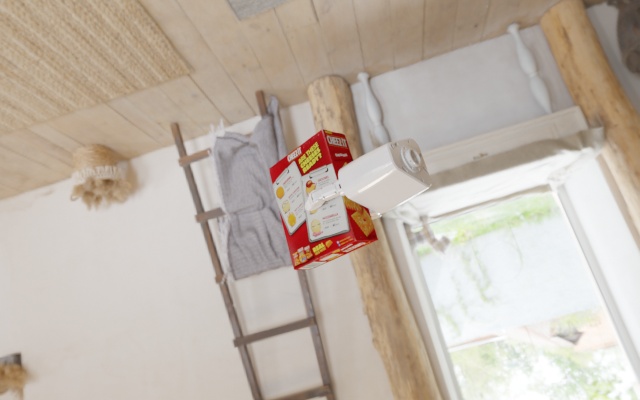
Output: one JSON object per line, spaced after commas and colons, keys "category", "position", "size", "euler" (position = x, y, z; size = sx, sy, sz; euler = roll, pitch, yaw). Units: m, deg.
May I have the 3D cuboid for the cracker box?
{"category": "cracker box", "position": [0.000, 0.003, 0.888], "size": [0.072, 0.213, 0.164], "euler": [4, -27, -45]}
